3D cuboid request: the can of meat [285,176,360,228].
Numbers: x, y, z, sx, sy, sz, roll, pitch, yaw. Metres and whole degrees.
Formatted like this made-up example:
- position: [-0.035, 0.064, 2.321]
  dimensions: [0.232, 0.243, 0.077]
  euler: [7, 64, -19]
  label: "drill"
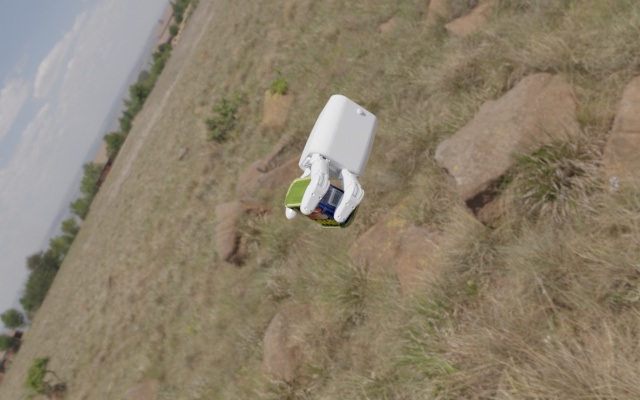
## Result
- position: [0.000, 0.002, 0.769]
  dimensions: [0.084, 0.057, 0.102]
  euler: [27, -15, -25]
  label: "can of meat"
